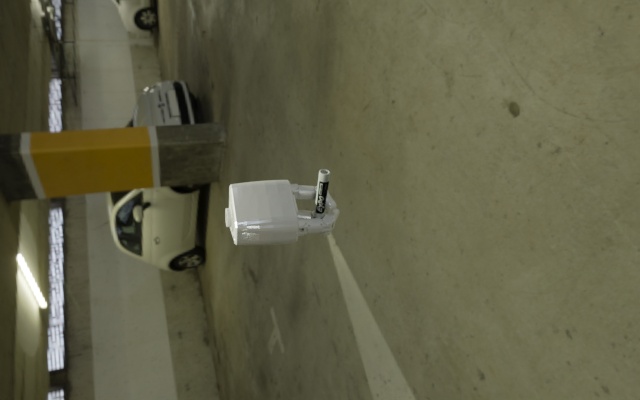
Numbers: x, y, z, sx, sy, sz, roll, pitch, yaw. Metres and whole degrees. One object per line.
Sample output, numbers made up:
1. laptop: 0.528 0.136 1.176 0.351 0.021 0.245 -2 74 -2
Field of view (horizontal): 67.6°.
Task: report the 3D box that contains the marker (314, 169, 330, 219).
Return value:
1. marker: 0.000 0.003 0.825 0.020 0.121 0.020 6 33 -4
